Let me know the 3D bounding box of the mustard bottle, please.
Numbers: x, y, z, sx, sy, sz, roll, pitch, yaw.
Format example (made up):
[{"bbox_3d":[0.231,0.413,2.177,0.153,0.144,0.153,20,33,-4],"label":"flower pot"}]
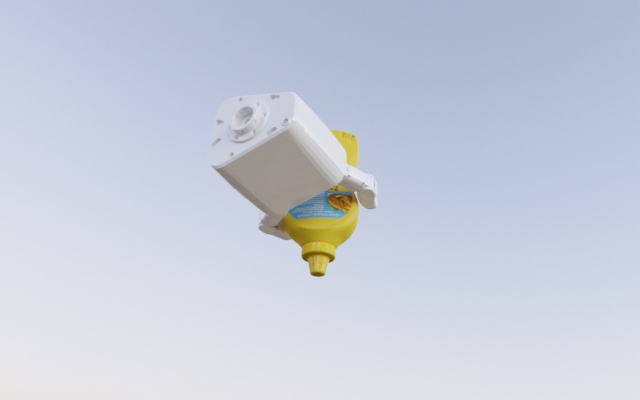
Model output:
[{"bbox_3d":[0.000,0.002,0.596,0.096,0.191,0.058,-1,-30,5],"label":"mustard bottle"}]
